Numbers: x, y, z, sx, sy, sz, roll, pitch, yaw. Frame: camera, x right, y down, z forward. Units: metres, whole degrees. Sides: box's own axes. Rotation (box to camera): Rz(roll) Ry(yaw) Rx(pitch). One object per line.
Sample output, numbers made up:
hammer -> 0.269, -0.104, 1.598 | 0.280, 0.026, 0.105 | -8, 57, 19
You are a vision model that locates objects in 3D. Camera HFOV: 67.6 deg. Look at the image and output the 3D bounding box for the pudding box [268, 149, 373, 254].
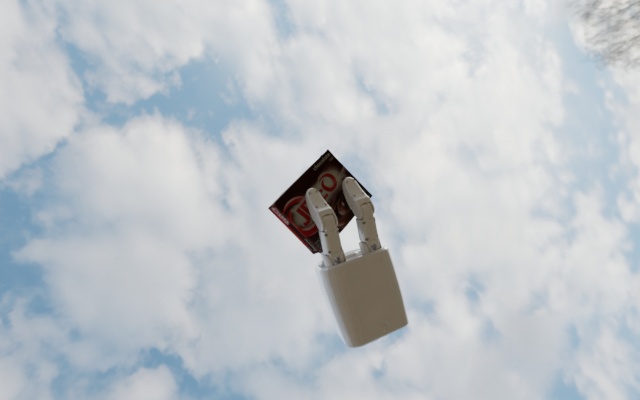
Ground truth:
pudding box -> 0.000, 0.002, 0.641 | 0.113, 0.090, 0.039 | -47, 8, -23
